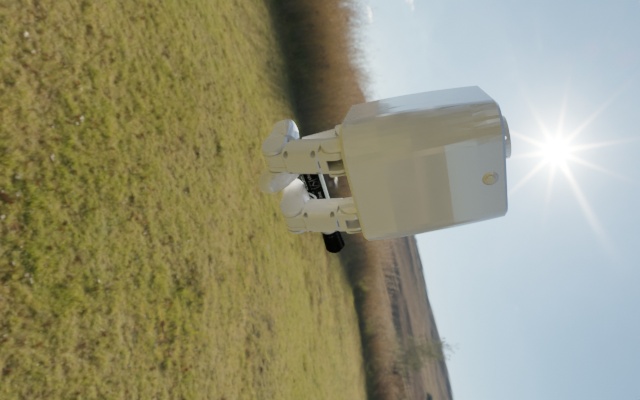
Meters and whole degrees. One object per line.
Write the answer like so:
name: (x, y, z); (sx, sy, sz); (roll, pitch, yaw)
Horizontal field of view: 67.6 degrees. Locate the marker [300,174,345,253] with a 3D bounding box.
marker: (0.000, 0.001, 0.422); (0.020, 0.121, 0.020); (-12, 37, 9)
